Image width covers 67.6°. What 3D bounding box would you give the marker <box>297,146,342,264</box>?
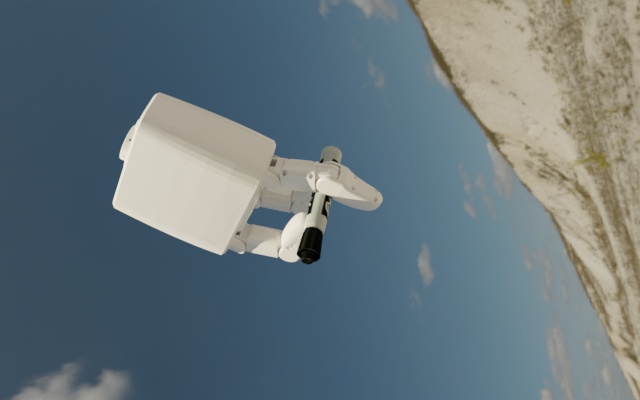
[{"bbox_3d":[0.000,0.001,0.403,0.020,0.121,0.020,8,-40,7],"label":"marker"}]
